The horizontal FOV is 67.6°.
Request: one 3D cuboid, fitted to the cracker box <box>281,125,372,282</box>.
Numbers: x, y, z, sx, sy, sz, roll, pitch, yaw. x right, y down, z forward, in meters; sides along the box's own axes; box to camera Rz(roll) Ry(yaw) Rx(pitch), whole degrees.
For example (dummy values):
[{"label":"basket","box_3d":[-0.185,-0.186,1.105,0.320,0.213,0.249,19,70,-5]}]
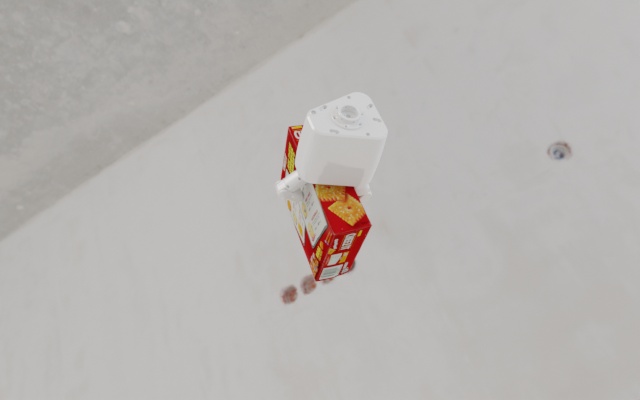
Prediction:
[{"label":"cracker box","box_3d":[0.000,0.003,0.802,0.072,0.213,0.164,-11,-31,-19]}]
